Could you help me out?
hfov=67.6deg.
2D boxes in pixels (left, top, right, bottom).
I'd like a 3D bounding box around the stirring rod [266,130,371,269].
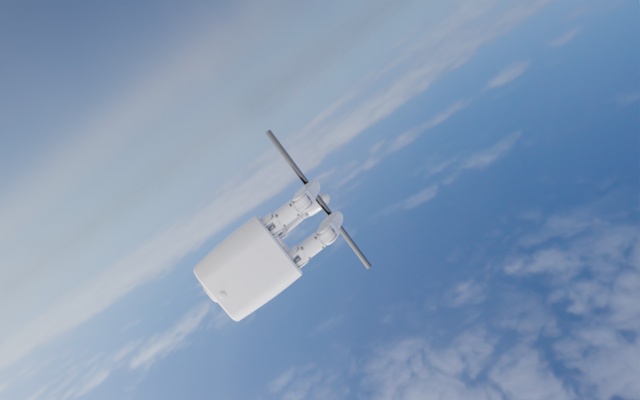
[{"bbox_3d":[0.000,0.002,0.659,0.011,0.239,0.011,-34,14,10],"label":"stirring rod"}]
